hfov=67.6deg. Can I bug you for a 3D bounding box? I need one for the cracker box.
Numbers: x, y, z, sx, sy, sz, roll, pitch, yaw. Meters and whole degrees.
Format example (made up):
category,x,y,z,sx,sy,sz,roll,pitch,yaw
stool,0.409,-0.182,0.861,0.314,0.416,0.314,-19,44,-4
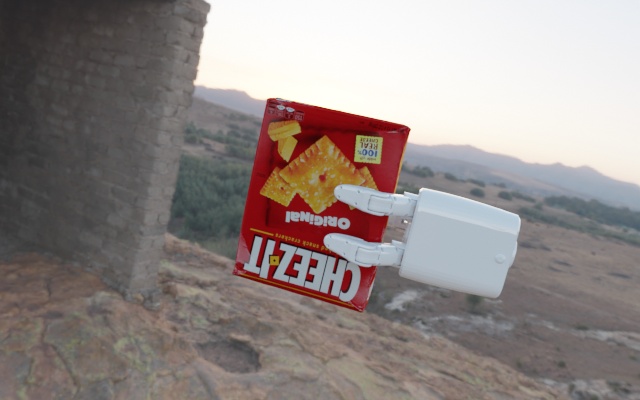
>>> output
category,x,y,z,sx,sy,sz,roll,pitch,yaw
cracker box,0.000,0.002,0.555,0.164,0.214,0.072,14,9,11
